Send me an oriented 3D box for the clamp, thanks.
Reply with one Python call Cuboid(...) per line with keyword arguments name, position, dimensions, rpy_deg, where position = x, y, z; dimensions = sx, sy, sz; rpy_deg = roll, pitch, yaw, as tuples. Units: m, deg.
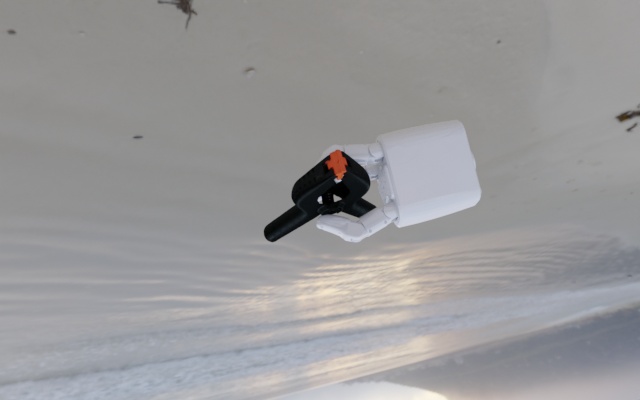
Cuboid(name="clamp", position=(0.001, 0.002, 0.591), dimensions=(0.164, 0.036, 0.210), rpy_deg=(-14, -20, -4))
